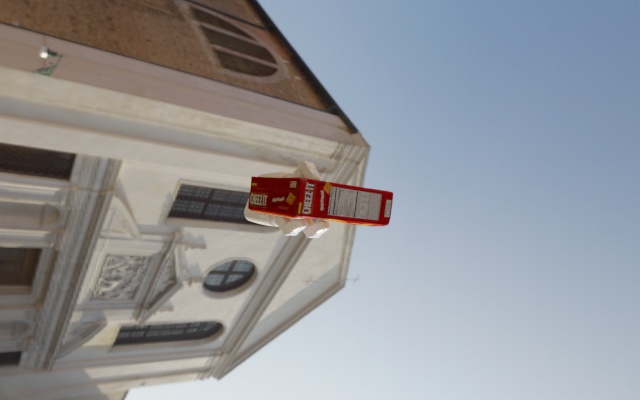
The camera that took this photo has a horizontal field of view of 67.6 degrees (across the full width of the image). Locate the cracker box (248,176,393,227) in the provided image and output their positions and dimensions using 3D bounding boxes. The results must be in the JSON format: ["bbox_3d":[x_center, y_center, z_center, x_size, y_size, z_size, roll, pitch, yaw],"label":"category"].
[{"bbox_3d":[0.000,0.003,0.880,0.214,0.072,0.164,7,-1,-37],"label":"cracker box"}]
